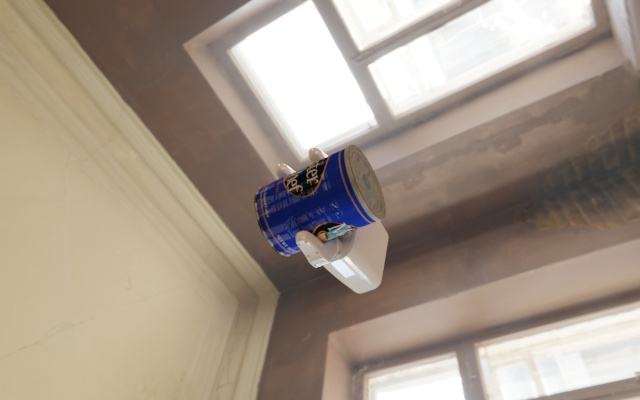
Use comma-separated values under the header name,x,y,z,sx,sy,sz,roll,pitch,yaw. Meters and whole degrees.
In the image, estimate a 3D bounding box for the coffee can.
name,x,y,z,sx,sy,sz,roll,pitch,yaw
coffee can,0.000,0.002,0.623,0.140,0.103,0.103,-23,-9,21
